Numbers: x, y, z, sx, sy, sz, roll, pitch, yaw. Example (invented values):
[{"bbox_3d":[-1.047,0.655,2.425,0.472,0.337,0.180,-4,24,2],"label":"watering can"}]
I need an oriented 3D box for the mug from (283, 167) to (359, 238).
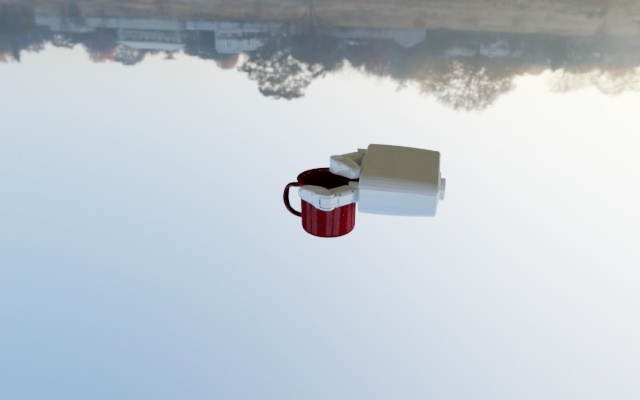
[{"bbox_3d":[-0.001,0.002,0.709,0.117,0.081,0.093,5,23,12],"label":"mug"}]
